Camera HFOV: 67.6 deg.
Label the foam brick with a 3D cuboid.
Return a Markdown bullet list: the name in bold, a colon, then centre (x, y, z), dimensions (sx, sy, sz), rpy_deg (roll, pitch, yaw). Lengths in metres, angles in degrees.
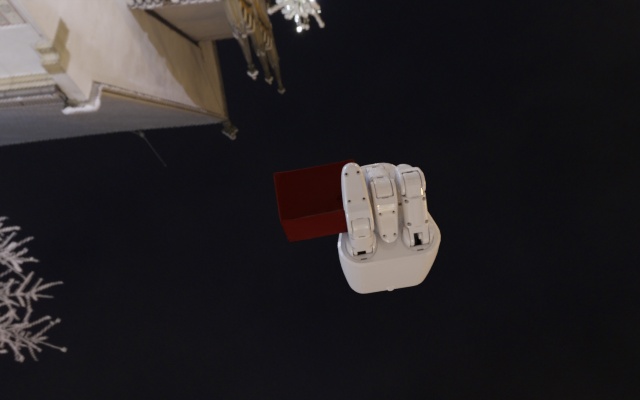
- **foam brick**: centre (0.000, 0.001, 0.452), dimensions (0.078, 0.053, 0.051), rpy_deg (-9, -27, 2)
